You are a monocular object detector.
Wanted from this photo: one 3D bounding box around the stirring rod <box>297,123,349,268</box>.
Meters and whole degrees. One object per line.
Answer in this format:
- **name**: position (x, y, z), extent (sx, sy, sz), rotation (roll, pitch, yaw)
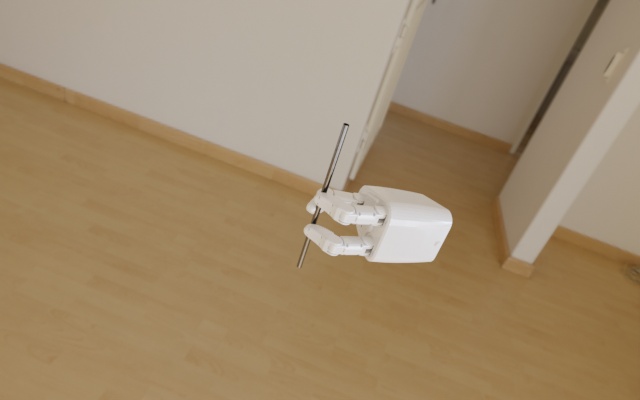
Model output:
- **stirring rod**: position (0.000, 0.002, 0.663), extent (0.011, 0.240, 0.011), rotation (13, 31, -8)
